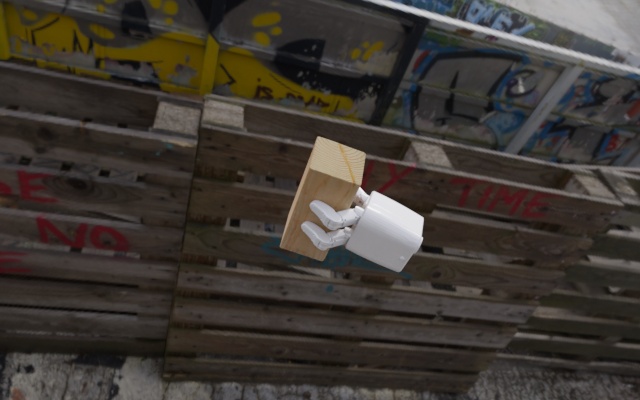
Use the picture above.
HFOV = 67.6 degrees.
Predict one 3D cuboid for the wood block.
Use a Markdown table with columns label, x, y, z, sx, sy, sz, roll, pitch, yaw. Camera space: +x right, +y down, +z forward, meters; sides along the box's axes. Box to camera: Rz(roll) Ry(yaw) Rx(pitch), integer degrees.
| label | x | y | z | sx | sy | sz | roll | pitch | yaw |
| --- | --- | --- | --- | --- | --- | --- | --- | --- | --- |
| wood block | 0.001 | 0.003 | 0.853 | 0.090 | 0.206 | 0.090 | 19 | 43 | -5 |
